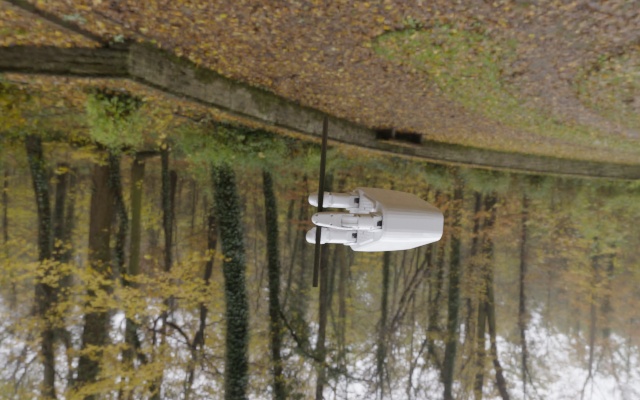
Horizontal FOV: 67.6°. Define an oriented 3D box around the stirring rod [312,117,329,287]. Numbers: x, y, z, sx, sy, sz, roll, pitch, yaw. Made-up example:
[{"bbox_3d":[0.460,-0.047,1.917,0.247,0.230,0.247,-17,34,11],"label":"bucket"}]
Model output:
[{"bbox_3d":[0.000,0.002,0.676,0.011,0.239,0.011,4,1,0],"label":"stirring rod"}]
